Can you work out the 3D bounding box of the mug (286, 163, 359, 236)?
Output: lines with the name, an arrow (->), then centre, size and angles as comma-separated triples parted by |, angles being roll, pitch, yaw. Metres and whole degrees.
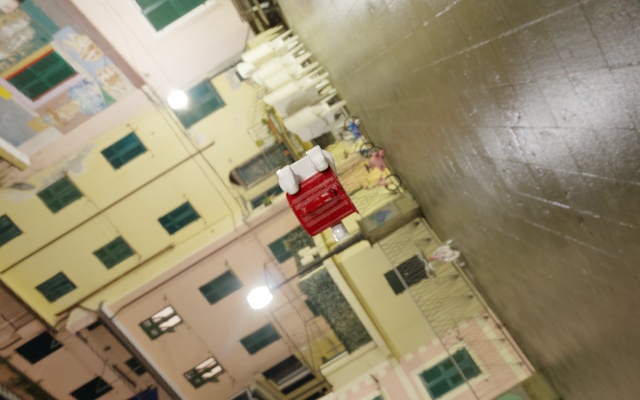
mug -> 0.000, 0.003, 0.716 | 0.081, 0.093, 0.117 | -32, 1, 3
